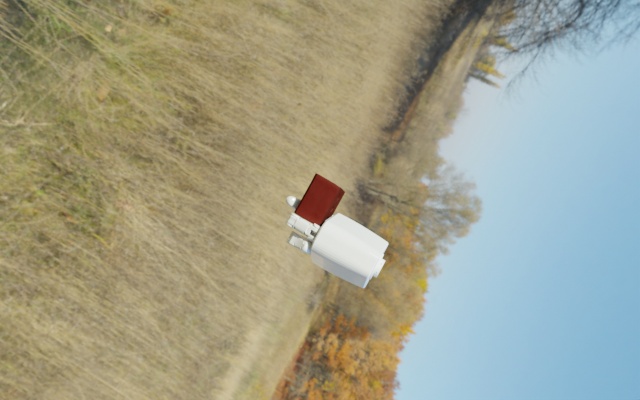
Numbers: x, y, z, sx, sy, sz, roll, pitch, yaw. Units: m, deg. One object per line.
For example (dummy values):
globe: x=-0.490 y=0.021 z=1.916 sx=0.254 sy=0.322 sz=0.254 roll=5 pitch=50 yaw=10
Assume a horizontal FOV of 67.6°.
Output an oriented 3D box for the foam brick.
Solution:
foam brick: x=0.000 y=0.002 z=0.821 sx=0.051 sy=0.078 sz=0.053 roll=28 pitch=-1 yaw=15
